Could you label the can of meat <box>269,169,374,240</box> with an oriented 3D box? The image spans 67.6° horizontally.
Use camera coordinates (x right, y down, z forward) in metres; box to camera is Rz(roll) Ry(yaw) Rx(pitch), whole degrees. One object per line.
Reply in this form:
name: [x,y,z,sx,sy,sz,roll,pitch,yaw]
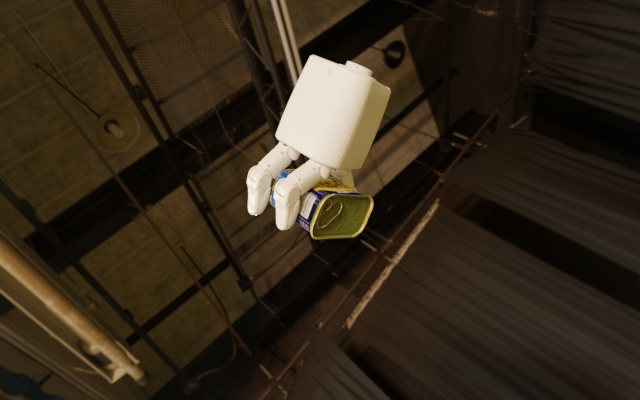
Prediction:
can of meat: [0.000,0.002,0.584,0.084,0.057,0.102,33,19,36]
